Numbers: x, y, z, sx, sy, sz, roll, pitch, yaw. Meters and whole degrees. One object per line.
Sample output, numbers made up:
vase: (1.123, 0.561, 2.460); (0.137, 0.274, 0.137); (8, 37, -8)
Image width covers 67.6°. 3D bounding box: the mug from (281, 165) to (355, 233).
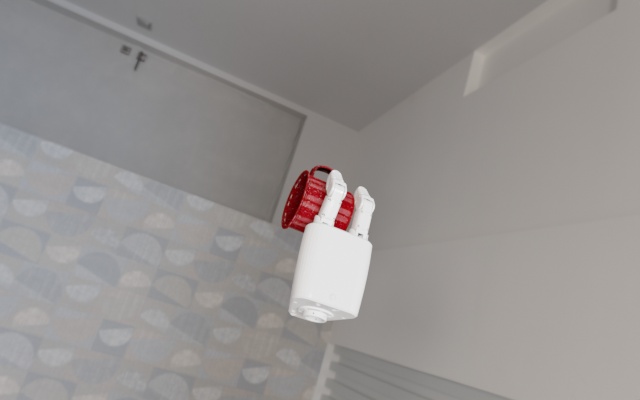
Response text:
mug: (0.001, 0.001, 0.715); (0.081, 0.117, 0.093); (22, -29, -16)
